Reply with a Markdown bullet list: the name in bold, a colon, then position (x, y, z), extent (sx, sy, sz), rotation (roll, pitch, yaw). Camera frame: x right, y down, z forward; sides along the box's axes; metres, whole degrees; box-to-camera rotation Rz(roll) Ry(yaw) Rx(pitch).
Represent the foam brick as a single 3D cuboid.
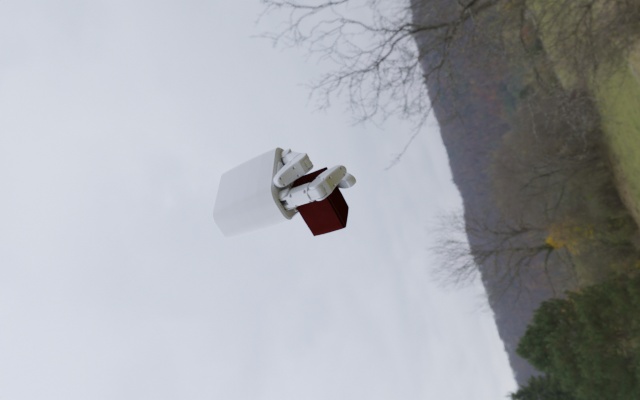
- **foam brick**: position (0.000, 0.002, 0.680), extent (0.051, 0.078, 0.053), rotation (-20, 26, 21)
